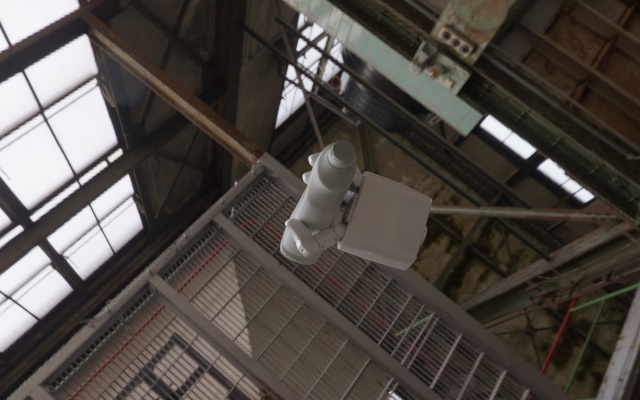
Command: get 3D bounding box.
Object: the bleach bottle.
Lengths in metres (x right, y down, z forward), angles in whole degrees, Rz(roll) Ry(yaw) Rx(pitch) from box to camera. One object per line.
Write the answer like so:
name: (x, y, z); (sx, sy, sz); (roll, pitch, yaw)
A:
bleach bottle: (0.000, 0.002, 0.676); (0.068, 0.102, 0.251); (20, -29, -3)
